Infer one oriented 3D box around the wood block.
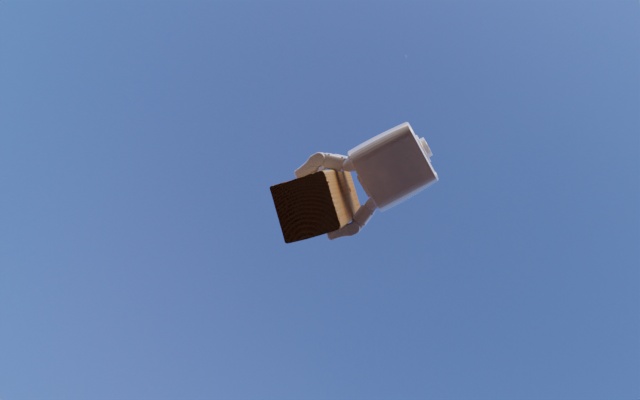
[{"bbox_3d":[0.001,0.003,0.789,0.090,0.091,0.206,-16,0,14],"label":"wood block"}]
